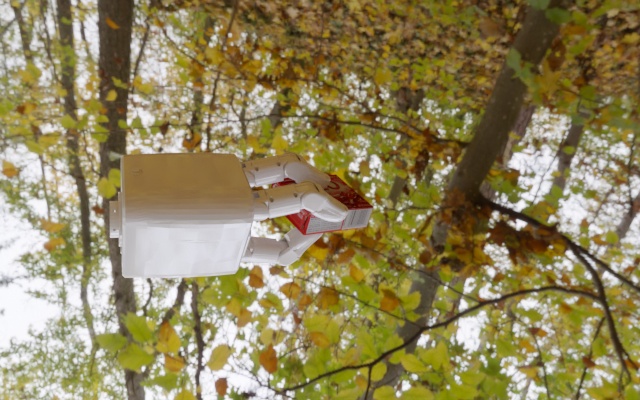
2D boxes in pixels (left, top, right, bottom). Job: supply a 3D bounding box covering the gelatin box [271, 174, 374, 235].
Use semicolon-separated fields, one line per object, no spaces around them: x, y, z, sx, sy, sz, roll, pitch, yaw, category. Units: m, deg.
0.000;0.002;0.512;0.089;0.030;0.073;-4;34;-37;gelatin box
